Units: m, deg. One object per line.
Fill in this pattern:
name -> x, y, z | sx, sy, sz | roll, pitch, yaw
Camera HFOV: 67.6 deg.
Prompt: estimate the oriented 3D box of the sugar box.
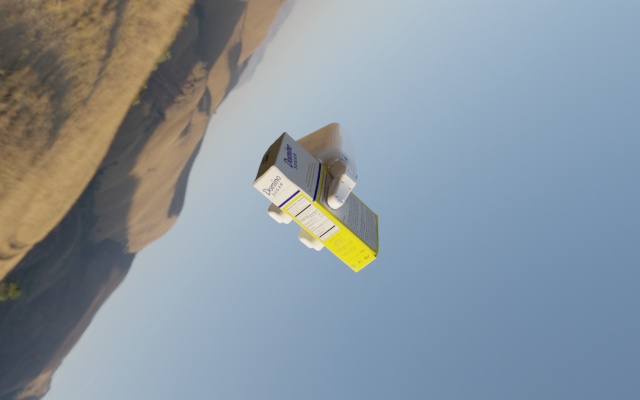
sugar box -> 0.000, 0.002, 0.601 | 0.048, 0.176, 0.093 | -41, 20, 27
